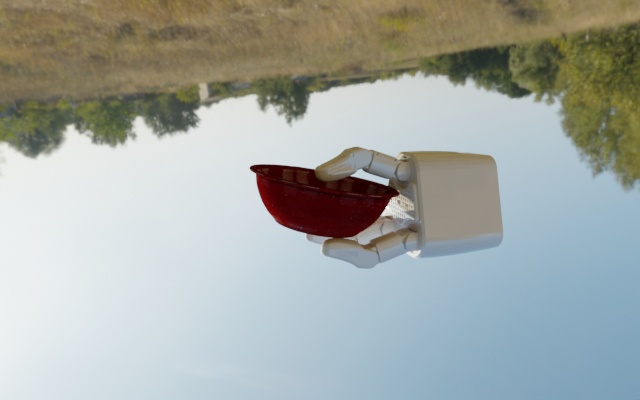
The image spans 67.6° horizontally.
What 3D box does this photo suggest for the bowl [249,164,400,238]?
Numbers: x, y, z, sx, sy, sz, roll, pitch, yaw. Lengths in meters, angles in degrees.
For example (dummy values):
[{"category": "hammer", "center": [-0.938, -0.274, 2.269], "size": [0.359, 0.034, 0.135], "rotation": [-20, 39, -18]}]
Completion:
[{"category": "bowl", "center": [-0.001, 0.002, 0.515], "size": [0.162, 0.055, 0.162], "rotation": [10, 9, -2]}]
